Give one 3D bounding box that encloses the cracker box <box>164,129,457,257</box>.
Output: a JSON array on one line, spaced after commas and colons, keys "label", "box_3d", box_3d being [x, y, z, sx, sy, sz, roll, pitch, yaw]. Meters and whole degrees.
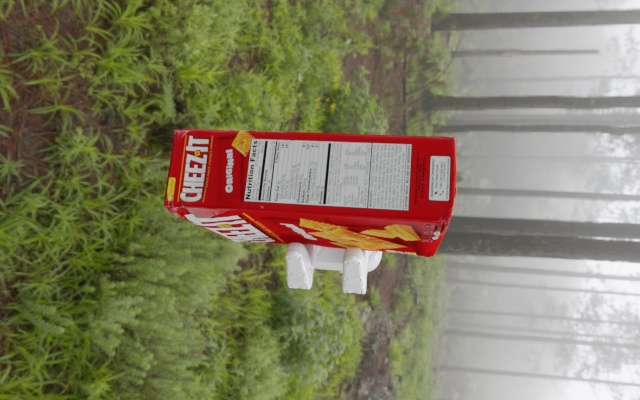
[{"label": "cracker box", "box_3d": [0.000, 0.001, 0.419, 0.213, 0.072, 0.164, 3, -14, 9]}]
